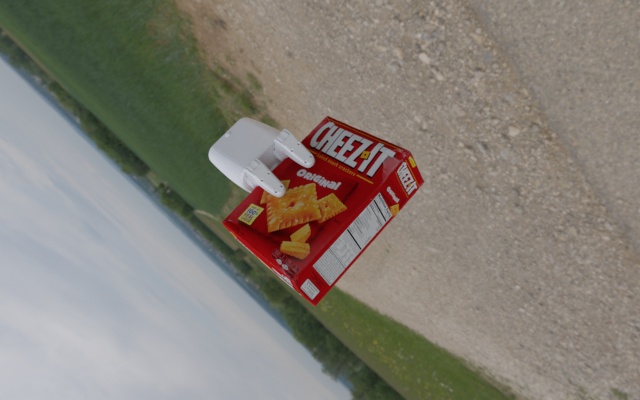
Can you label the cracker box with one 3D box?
[{"bbox_3d":[0.000,0.002,0.621,0.164,0.213,0.072,32,-15,42],"label":"cracker box"}]
